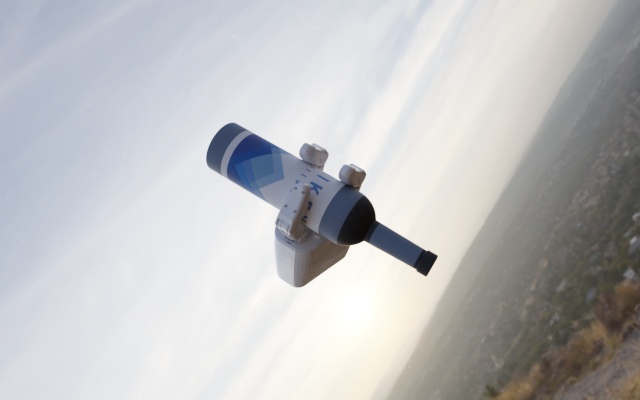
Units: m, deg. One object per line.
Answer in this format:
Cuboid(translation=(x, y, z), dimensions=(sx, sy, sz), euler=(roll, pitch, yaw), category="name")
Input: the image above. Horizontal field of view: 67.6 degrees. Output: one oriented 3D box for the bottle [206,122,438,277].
Cuboid(translation=(0.000, 0.002, 0.563), dimensions=(0.295, 0.069, 0.069), euler=(30, 9, 16), category="bottle")
